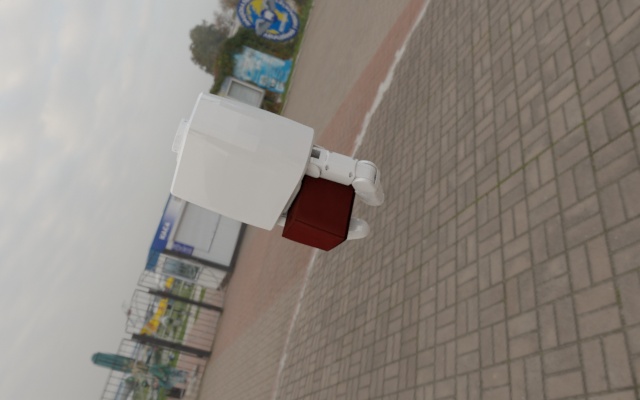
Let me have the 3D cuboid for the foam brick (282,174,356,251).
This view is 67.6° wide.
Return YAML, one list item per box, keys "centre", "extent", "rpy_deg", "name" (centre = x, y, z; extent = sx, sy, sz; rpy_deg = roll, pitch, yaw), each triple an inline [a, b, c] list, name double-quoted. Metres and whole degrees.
- centre: [0.000, 0.002, 0.458]
  extent: [0.051, 0.078, 0.053]
  rpy_deg: [19, -26, -13]
  name: "foam brick"
